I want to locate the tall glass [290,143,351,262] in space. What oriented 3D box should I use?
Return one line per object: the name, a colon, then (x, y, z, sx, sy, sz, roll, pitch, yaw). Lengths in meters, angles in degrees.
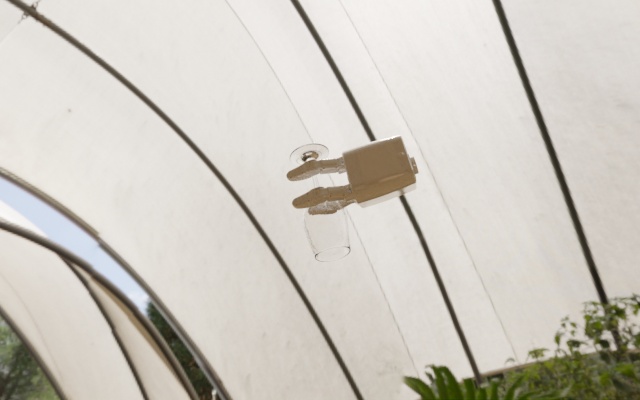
tall glass: (0.000, 0.002, 0.834, 0.079, 0.201, 0.079, -10, -27, -5)
